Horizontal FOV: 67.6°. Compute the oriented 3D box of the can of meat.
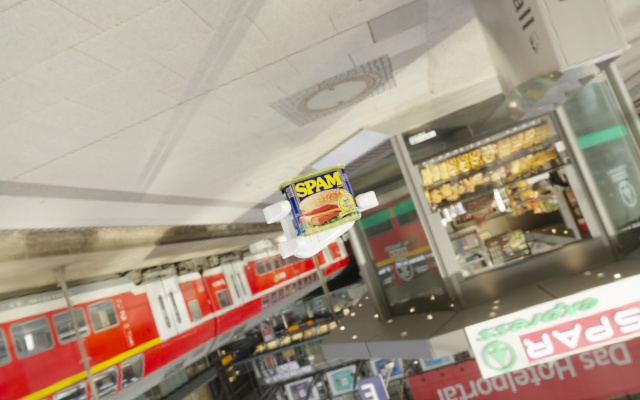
[{"bbox_3d":[0.000,0.003,0.699,0.102,0.084,0.057,-18,-6,-15],"label":"can of meat"}]
